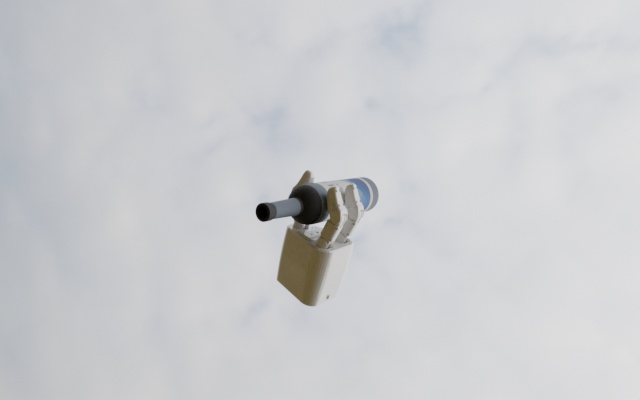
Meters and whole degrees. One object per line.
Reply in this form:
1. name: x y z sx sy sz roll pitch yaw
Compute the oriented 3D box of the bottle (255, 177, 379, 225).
1. bottle: 0.000 0.002 0.797 0.069 0.069 0.295 0 6 34
